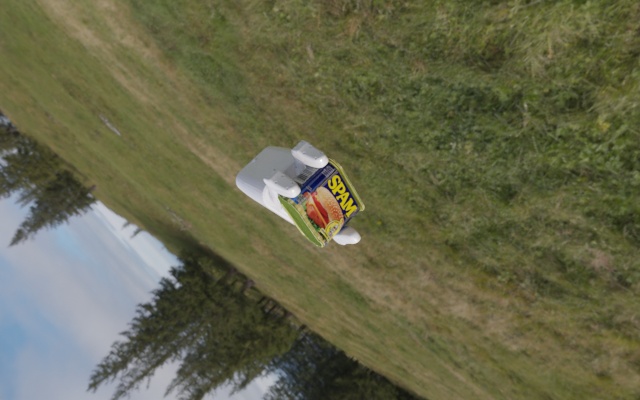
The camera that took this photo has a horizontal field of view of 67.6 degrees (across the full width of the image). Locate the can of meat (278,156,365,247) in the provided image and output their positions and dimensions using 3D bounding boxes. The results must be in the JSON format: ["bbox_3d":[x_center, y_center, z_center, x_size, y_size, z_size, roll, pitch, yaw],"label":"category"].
[{"bbox_3d":[0.000,0.002,0.651,0.084,0.102,0.057,-44,38,-15],"label":"can of meat"}]
